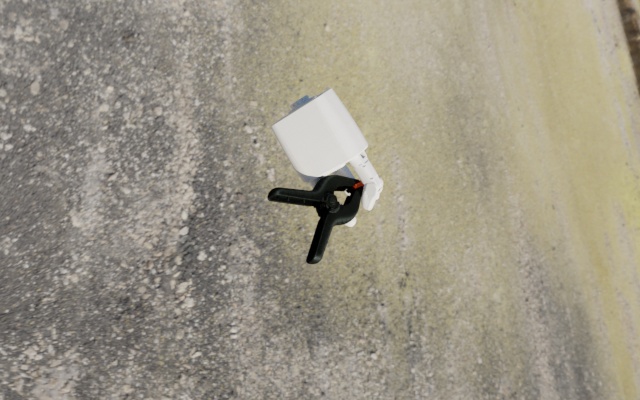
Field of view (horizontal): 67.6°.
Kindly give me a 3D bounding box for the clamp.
[{"bbox_3d":[0.001,0.002,0.712,0.039,0.120,0.171,-23,15,45],"label":"clamp"}]
